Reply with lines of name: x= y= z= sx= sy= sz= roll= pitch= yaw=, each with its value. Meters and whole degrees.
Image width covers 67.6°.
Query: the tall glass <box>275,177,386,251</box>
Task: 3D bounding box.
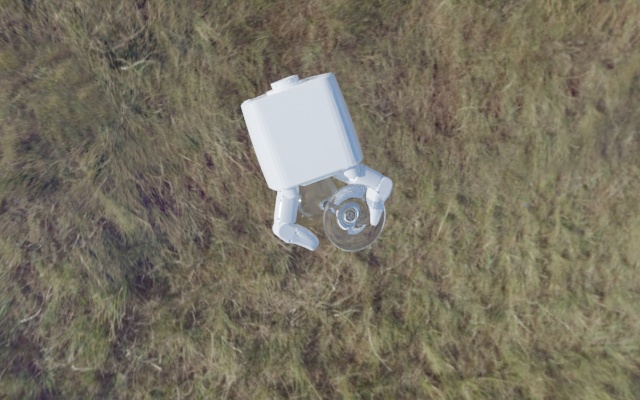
tall glass: x=0.000 y=0.002 z=0.602 sx=0.079 sy=0.079 sz=0.201 roll=0 pitch=9 yaw=-22
